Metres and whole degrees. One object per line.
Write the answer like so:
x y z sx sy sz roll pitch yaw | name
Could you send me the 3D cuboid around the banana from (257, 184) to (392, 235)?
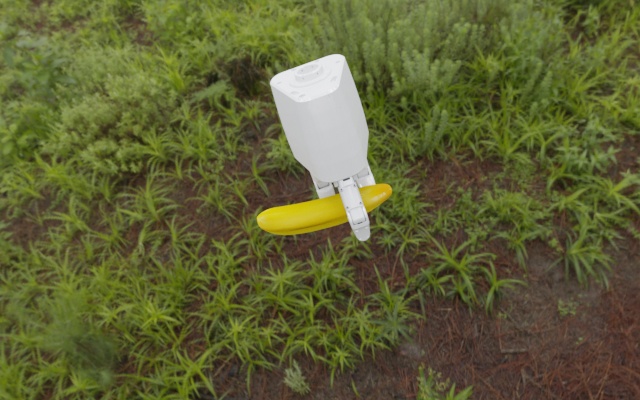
-0.008 0.013 0.613 0.198 0.037 0.069 -10 29 24 | banana
